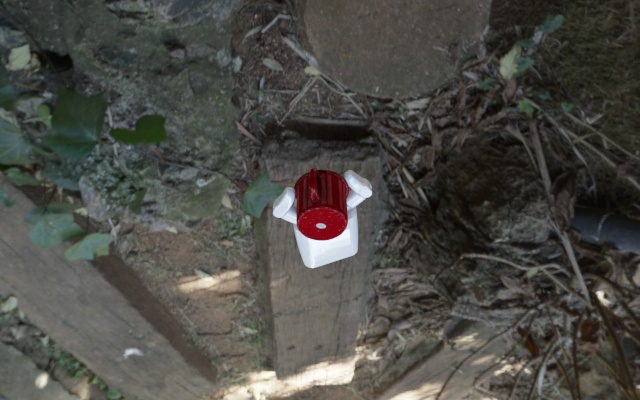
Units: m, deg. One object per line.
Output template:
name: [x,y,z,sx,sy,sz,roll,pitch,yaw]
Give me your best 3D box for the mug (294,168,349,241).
mug: [0.000,0.002,0.761,0.093,0.117,0.081,-8,43,6]
